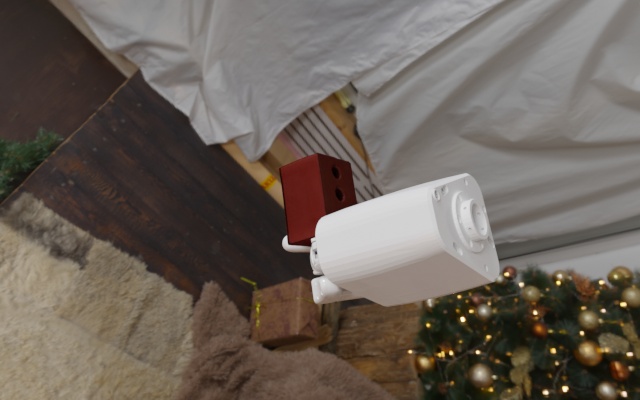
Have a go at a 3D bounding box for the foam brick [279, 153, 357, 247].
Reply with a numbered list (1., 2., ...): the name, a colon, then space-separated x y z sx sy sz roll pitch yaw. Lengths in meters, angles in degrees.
1. foam brick: 0.000 0.001 0.453 0.051 0.078 0.053 -21 -20 38
